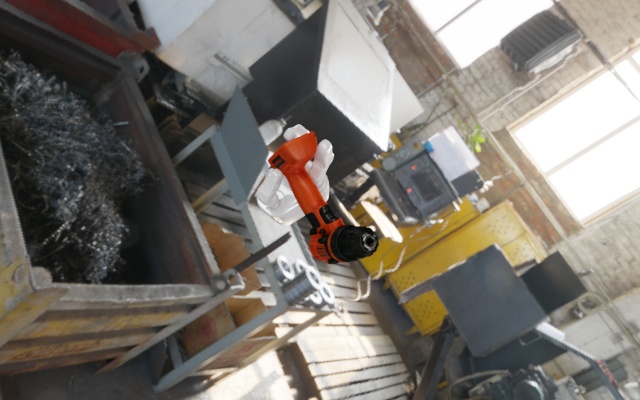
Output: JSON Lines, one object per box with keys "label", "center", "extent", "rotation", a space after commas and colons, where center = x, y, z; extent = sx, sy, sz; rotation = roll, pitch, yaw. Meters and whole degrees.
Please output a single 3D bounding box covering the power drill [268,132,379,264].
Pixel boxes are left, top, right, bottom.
{"label": "power drill", "center": [0.000, 0.002, 0.675], "extent": [0.057, 0.187, 0.184], "rotation": [-26, 2, -23]}
